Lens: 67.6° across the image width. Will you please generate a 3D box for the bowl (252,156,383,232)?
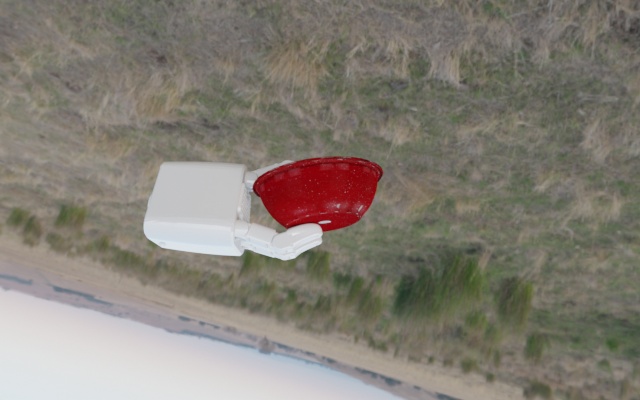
[{"bbox_3d":[0.001,0.002,0.580,0.162,0.055,0.162,-7,-17,-2],"label":"bowl"}]
